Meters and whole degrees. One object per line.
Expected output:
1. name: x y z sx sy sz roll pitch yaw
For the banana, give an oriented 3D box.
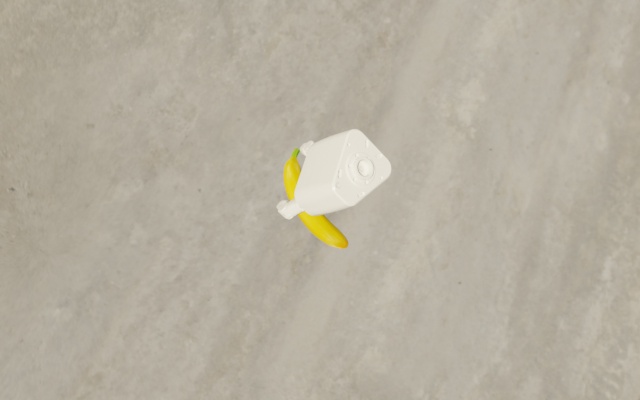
1. banana: -0.015 0.008 0.822 0.069 0.198 0.037 -31 8 -33
